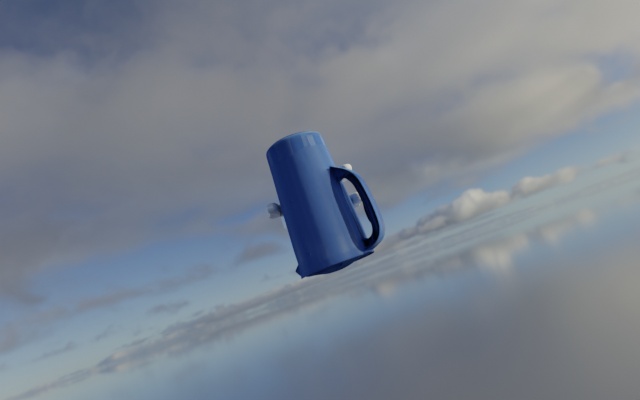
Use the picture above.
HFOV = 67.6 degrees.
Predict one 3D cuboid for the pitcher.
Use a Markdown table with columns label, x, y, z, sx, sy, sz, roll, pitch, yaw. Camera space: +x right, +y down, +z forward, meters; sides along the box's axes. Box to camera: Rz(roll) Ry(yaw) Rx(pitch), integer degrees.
| label | x | y | z | sx | sy | sz | roll | pitch | yaw |
| --- | --- | --- | --- | --- | --- | --- | --- | --- | --- |
| pitcher | 0.000 | 0.003 | 0.833 | 0.149 | 0.242 | 0.145 | -18 | -11 | -14 |
